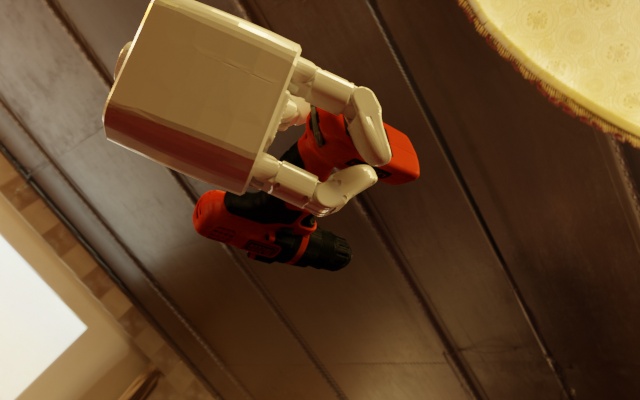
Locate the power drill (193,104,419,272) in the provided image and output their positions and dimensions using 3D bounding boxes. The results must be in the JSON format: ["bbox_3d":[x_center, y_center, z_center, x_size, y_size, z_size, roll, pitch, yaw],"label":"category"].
[{"bbox_3d":[0.000,0.001,0.450,0.184,0.057,0.188,20,-47,-34],"label":"power drill"}]
